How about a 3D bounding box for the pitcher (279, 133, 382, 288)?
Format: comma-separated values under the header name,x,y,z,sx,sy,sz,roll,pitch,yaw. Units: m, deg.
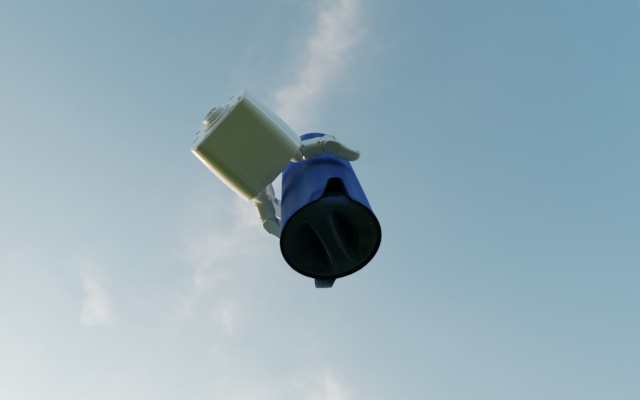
name,x,y,z,sx,sy,sz,roll,pitch,yaw
pitcher,0.000,0.002,0.717,0.145,0.149,0.242,42,19,-26
